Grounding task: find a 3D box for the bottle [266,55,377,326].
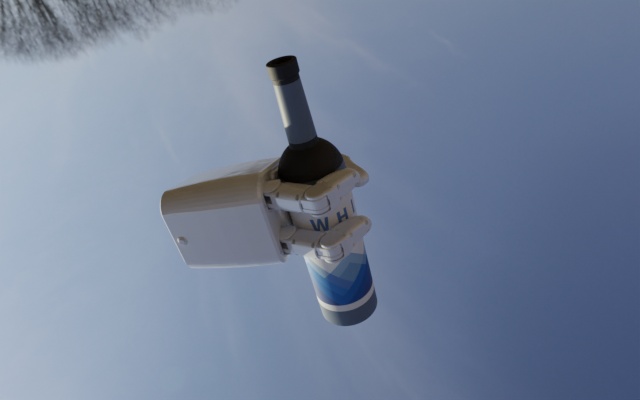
[{"bbox_3d":[0.000,0.002,0.484,0.069,0.296,0.069,-11,32,7],"label":"bottle"}]
